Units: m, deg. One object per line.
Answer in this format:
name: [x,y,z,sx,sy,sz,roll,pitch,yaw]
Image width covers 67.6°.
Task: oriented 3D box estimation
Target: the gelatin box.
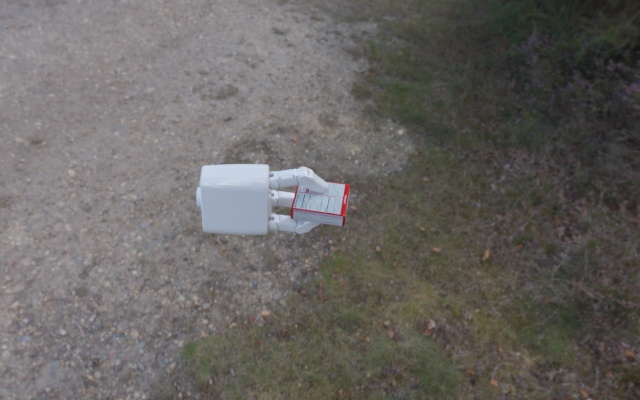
gelatin box: [0.000,0.002,0.785,0.089,0.030,0.073,7,46,5]
